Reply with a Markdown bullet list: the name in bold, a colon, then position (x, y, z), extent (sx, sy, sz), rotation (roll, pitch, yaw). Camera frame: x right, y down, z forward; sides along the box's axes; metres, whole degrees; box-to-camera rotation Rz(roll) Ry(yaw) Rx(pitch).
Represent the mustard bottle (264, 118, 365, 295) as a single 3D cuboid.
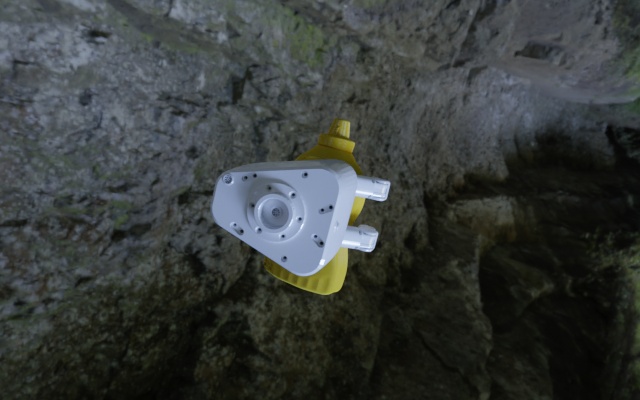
- **mustard bottle**: position (0.000, 0.002, 0.544), extent (0.096, 0.191, 0.058), rotation (18, 8, 30)
